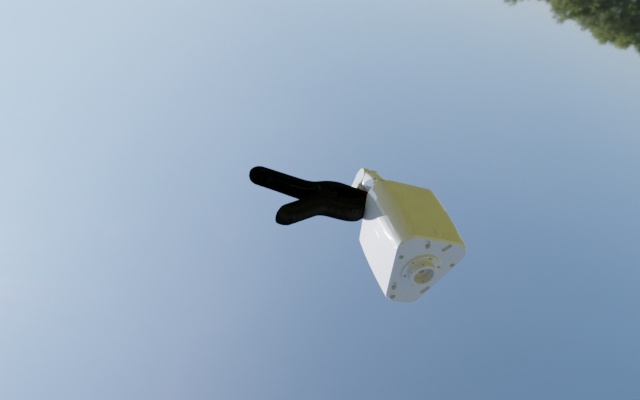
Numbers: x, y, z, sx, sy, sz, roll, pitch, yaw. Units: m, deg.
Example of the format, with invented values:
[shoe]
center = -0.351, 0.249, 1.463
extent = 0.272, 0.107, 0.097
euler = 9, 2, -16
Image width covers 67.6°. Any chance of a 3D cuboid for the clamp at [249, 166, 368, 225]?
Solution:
[clamp]
center = 0.000, 0.002, 0.602
extent = 0.171, 0.039, 0.120
euler = 8, 32, -21
